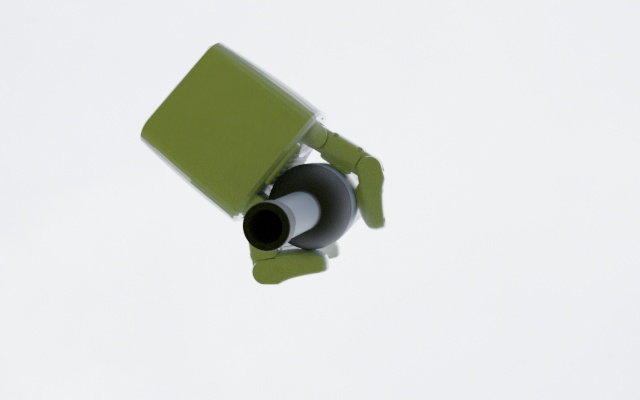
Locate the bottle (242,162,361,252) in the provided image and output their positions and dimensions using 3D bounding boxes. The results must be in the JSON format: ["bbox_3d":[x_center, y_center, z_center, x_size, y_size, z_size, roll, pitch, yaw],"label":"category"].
[{"bbox_3d":[0.000,0.001,0.401,0.069,0.069,0.295,0,5,12],"label":"bottle"}]
